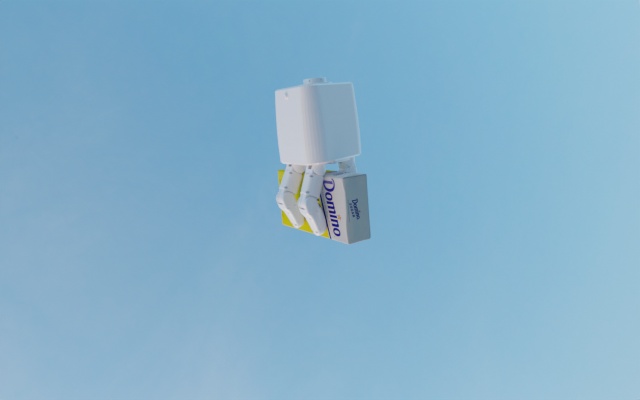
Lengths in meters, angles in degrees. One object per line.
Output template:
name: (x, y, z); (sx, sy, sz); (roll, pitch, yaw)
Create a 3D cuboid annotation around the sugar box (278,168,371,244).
sugar box: (0.000, 0.002, 0.703); (0.048, 0.093, 0.176); (-12, 12, -31)
